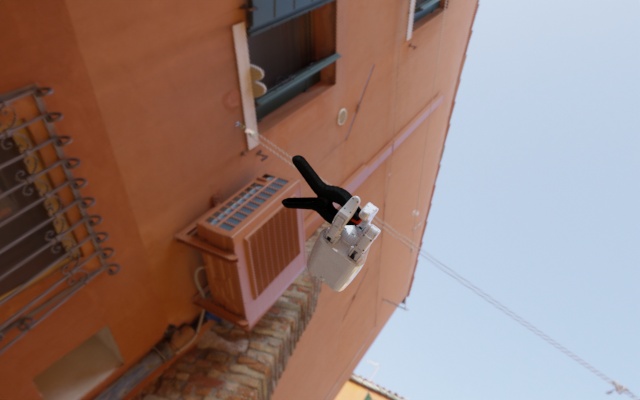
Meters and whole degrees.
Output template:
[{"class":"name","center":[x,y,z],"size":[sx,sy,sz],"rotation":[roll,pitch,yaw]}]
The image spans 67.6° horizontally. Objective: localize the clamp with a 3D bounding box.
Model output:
[{"class":"clamp","center":[0.001,0.003,0.900],"size":[0.171,0.120,0.039],"rotation":[37,47,11]}]
